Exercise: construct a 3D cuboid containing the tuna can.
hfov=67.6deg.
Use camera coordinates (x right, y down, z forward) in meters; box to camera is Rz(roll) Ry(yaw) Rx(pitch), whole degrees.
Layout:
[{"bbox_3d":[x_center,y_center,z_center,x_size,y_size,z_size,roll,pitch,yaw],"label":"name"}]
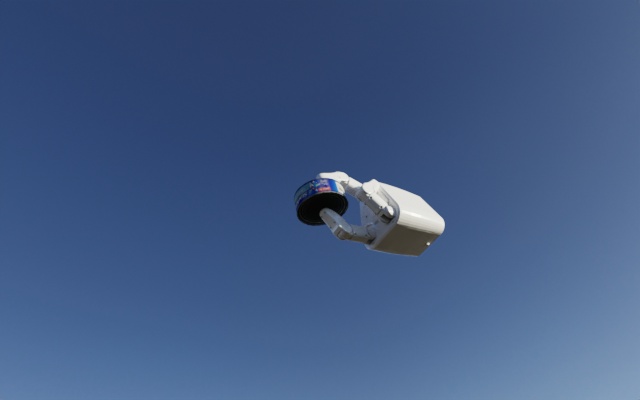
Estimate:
[{"bbox_3d":[0.000,0.002,0.780,0.086,0.033,0.086,-10,-38,-8],"label":"tuna can"}]
